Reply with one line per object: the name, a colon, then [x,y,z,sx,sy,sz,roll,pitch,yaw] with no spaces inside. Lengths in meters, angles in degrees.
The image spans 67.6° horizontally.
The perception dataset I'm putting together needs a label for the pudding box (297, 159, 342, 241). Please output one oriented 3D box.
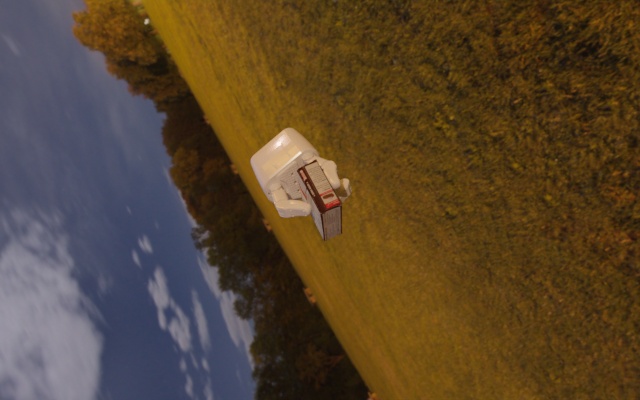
pudding box: [0.000,0.003,0.762,0.039,0.090,0.113,-26,-24,-8]
